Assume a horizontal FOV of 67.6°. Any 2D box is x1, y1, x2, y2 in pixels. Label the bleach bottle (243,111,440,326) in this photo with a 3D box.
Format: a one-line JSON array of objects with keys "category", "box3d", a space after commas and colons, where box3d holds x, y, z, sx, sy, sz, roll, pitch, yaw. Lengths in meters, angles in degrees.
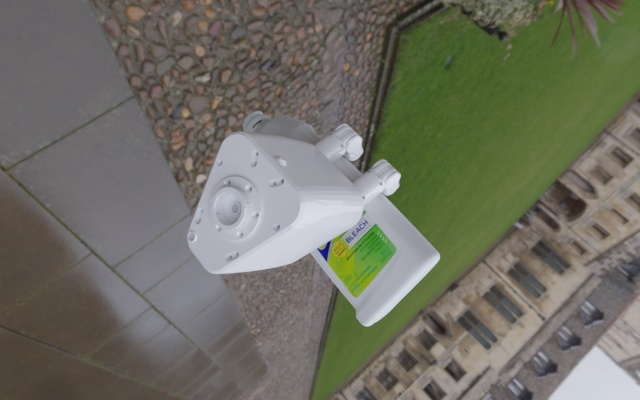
[{"category": "bleach bottle", "box3d": [0.000, 0.002, 0.498, 0.250, 0.102, 0.068, 46, 19, 20]}]
